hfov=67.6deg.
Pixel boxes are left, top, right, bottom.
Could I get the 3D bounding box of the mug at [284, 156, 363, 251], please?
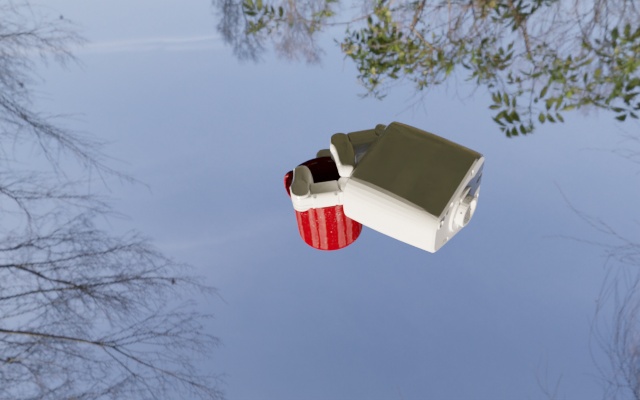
[{"bbox_3d":[-0.001,0.002,0.586,0.117,0.082,0.093,25,51,31],"label":"mug"}]
